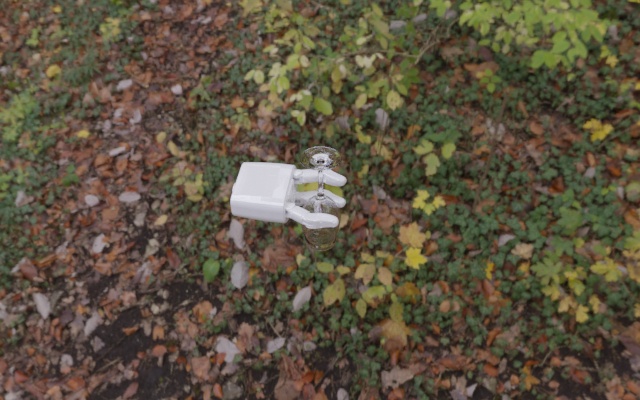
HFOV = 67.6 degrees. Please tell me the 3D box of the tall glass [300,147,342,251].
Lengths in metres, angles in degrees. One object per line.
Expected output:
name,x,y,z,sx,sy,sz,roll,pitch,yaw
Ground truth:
tall glass,0.000,0.002,0.899,0.079,0.201,0.079,0,39,0
